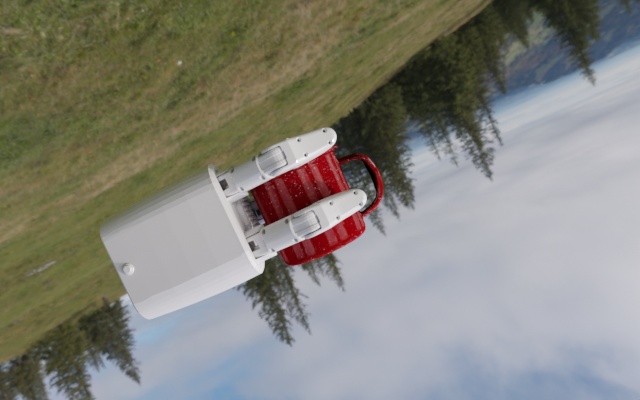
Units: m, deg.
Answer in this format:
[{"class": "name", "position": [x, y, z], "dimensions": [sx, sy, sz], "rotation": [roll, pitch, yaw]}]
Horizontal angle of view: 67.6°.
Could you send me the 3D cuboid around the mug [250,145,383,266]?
[{"class": "mug", "position": [0.001, 0.001, 0.429], "dimensions": [0.117, 0.081, 0.093], "rotation": [-24, 3, 4]}]
